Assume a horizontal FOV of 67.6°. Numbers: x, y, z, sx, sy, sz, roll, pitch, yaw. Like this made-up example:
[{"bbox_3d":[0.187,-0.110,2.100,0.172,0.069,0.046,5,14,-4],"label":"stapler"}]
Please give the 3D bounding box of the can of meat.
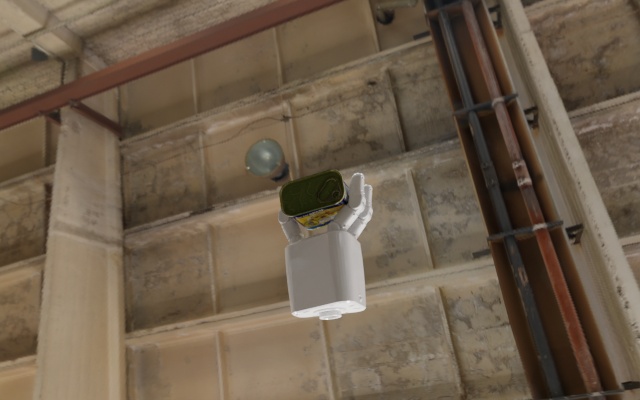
[{"bbox_3d":[0.000,0.003,0.742,0.102,0.057,0.084,-16,-25,15],"label":"can of meat"}]
